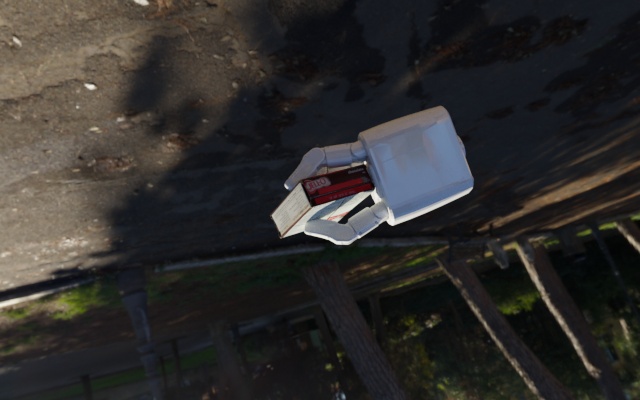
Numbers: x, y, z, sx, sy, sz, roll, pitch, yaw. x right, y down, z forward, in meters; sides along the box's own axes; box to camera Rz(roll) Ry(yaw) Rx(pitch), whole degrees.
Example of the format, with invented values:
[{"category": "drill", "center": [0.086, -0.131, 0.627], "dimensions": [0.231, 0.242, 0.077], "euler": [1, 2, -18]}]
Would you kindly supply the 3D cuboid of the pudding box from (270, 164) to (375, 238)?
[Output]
[{"category": "pudding box", "center": [0.000, 0.002, 0.578], "dimensions": [0.090, 0.039, 0.113], "euler": [-15, -17, -29]}]
